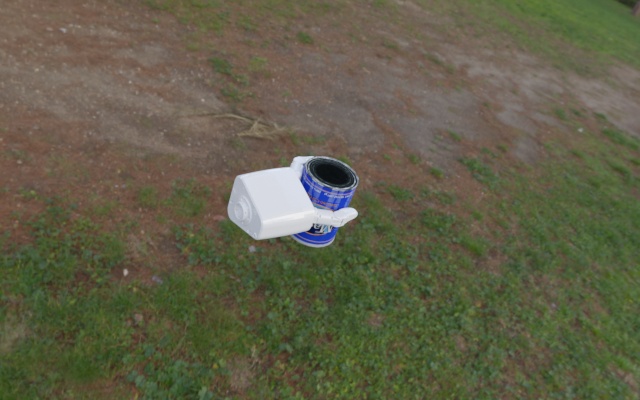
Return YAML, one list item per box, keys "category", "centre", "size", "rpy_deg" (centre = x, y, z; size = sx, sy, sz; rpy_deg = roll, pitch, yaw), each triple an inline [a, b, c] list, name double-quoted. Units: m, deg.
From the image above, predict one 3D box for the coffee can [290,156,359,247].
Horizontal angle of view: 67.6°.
- category: "coffee can"
  centre: [0.000, 0.003, 0.899]
  size: [0.103, 0.140, 0.102]
  rpy_deg: [15, 35, -10]
